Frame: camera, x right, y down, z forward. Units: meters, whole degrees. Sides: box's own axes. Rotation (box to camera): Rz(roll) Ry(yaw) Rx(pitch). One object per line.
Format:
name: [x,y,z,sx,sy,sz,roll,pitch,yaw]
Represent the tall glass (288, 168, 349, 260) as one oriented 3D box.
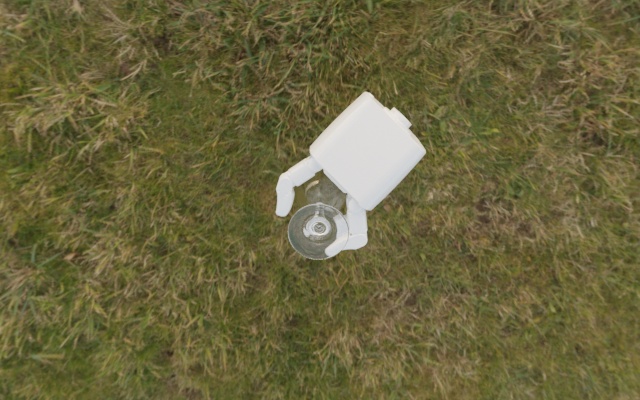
tall glass: [0.000,0.002,0.667,0.079,0.079,0.201,0,21,1]
